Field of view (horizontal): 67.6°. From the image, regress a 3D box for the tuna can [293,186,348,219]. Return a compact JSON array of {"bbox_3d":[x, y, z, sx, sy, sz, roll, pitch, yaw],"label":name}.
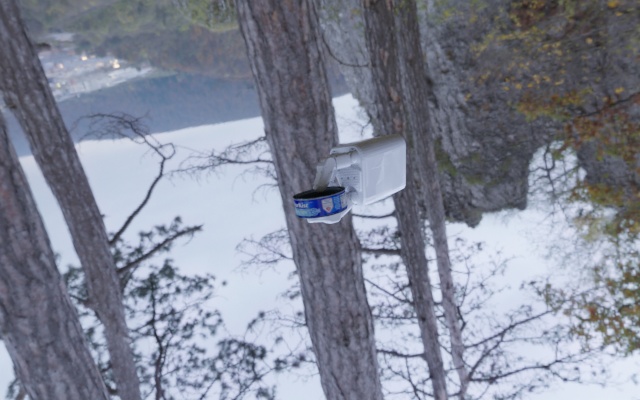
[{"bbox_3d":[0.000,0.003,0.770,0.086,0.034,0.086,-10,10,2],"label":"tuna can"}]
